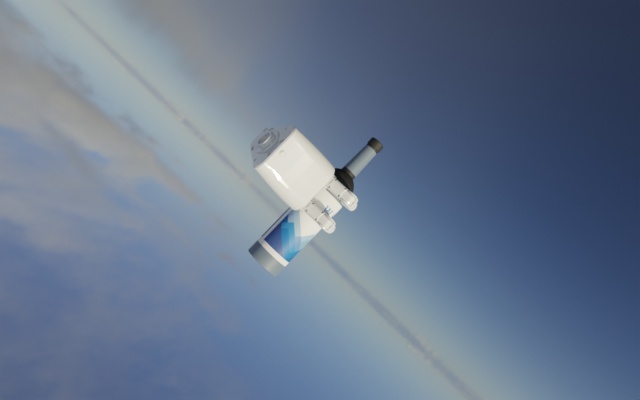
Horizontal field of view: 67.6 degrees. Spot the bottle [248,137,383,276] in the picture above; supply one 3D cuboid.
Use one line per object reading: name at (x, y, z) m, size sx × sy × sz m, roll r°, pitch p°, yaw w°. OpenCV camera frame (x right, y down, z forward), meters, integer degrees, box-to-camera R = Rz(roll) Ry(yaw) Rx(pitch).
bottle at (0.000, 0.003, 0.837) m, size 0.069 × 0.295 × 0.069 m, roll 44°, pitch -4°, yaw 4°
